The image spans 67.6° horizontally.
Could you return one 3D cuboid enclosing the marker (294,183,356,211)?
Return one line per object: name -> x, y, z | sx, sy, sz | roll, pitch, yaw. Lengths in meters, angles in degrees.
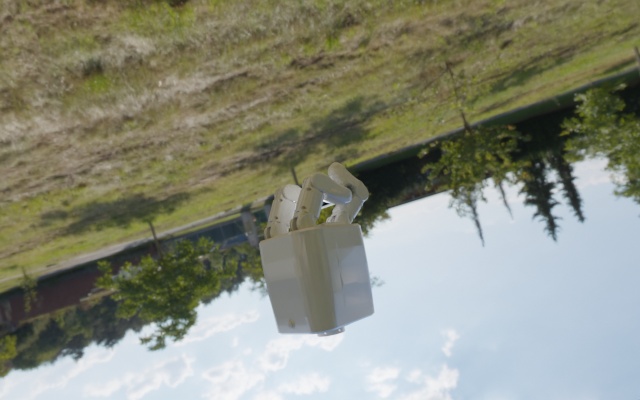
marker -> 0.000, 0.002, 0.602 | 0.020, 0.020, 0.121 | 0, -13, -36
